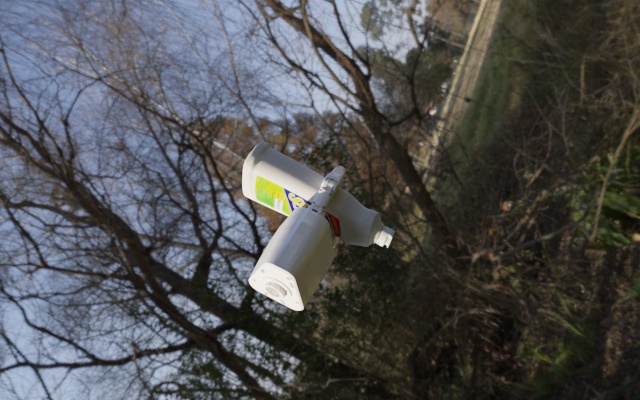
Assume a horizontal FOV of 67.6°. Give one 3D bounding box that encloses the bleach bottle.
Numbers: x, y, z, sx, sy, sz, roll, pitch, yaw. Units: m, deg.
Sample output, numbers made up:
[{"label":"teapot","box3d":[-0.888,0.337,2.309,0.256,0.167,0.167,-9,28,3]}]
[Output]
[{"label":"bleach bottle","box3d":[0.000,0.002,0.756,0.251,0.068,0.103,26,-36,9]}]
